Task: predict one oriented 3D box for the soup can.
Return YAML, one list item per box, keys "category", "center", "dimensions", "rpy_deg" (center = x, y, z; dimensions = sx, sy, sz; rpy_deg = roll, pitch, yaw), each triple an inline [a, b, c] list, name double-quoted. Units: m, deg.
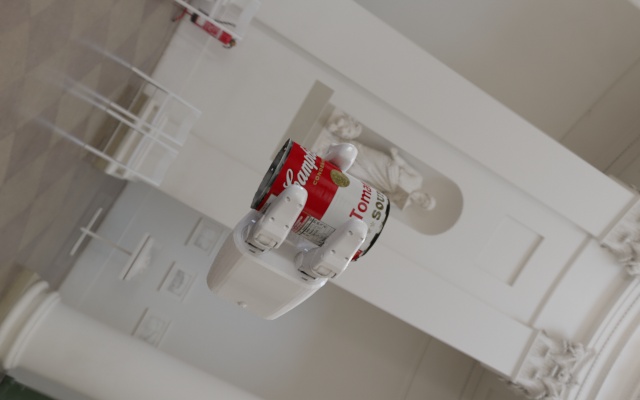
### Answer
- category: "soup can"
  center: [0.001, 0.001, 0.413]
  dimensions: [0.102, 0.068, 0.068]
  rpy_deg: [30, -7, -11]
